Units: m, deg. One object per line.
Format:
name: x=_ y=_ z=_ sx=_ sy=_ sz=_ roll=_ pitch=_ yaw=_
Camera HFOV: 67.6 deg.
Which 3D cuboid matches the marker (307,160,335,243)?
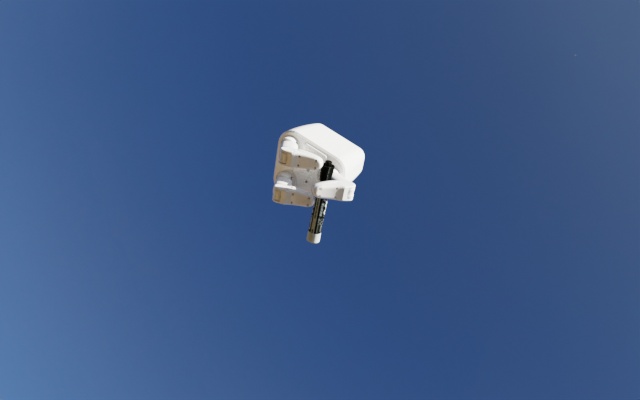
marker: x=0.000 y=0.002 z=0.659 sx=0.020 sy=0.121 sz=0.020 roll=10 pitch=22 yaw=-4
